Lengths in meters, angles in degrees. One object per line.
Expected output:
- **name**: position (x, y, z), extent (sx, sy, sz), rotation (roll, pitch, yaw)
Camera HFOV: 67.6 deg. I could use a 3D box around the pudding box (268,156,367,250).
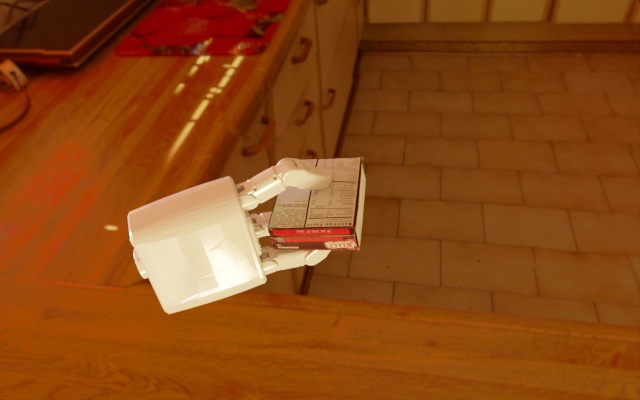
- **pudding box**: position (0.000, 0.002, 0.508), extent (0.090, 0.113, 0.039), rotation (-1, -45, 11)
